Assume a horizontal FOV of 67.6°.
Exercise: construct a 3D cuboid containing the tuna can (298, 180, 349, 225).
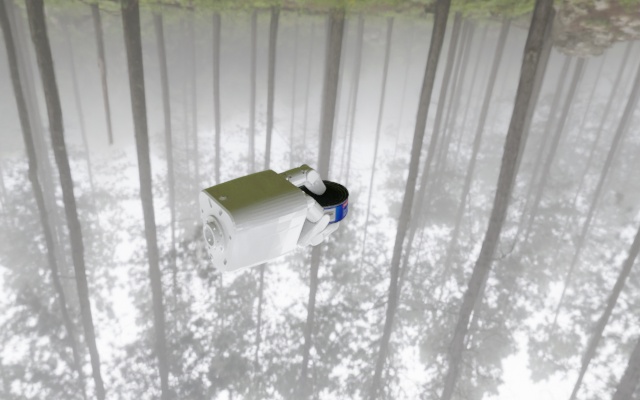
[{"bbox_3d":[0.000,0.003,0.726,0.086,0.034,0.086,1,29,0],"label":"tuna can"}]
